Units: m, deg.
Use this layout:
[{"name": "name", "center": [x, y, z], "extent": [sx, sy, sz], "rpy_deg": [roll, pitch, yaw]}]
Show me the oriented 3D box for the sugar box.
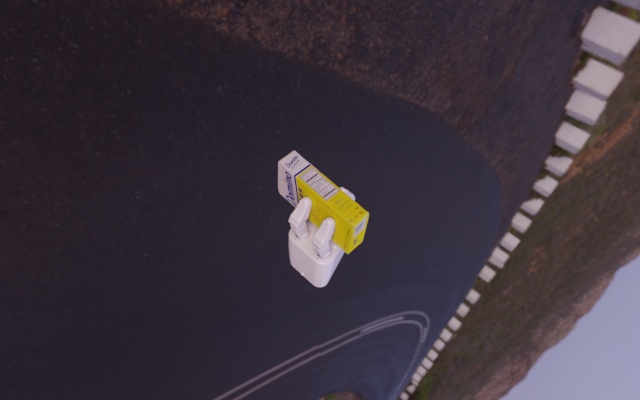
[{"name": "sugar box", "center": [0.000, 0.003, 0.809], "extent": [0.048, 0.176, 0.093], "rpy_deg": [-41, -23, -27]}]
